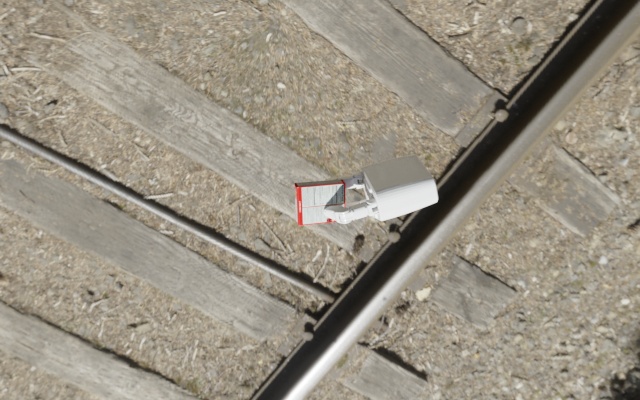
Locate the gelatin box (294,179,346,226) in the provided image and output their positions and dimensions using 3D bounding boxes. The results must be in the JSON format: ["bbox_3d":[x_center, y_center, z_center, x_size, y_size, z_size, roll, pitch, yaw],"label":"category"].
[{"bbox_3d":[0.000,0.003,0.850,0.089,0.073,0.030,-6,20,-12],"label":"gelatin box"}]
